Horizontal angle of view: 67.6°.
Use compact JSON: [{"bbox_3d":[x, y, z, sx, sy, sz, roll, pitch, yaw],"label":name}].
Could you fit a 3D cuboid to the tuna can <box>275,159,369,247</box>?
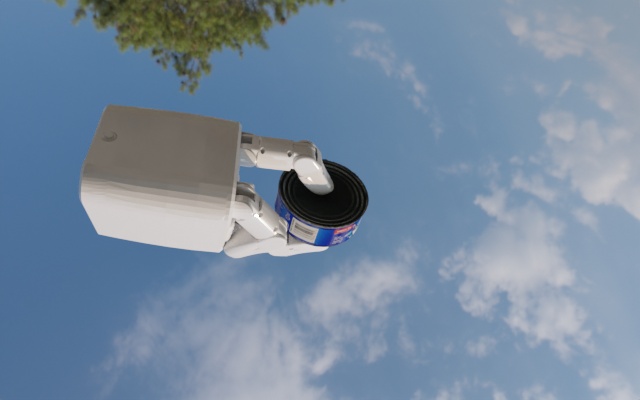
[{"bbox_3d":[0.000,0.002,0.455,0.086,0.086,0.034,0,-41,-17],"label":"tuna can"}]
